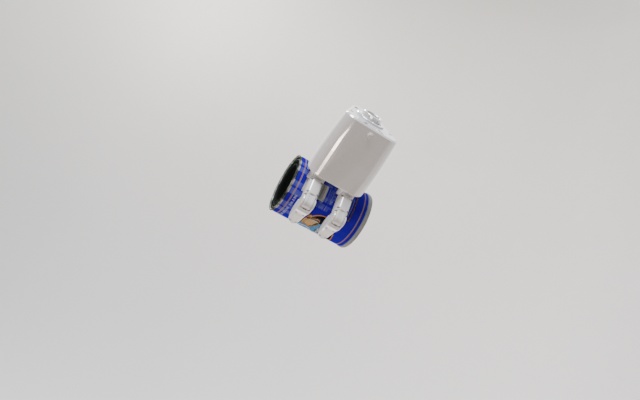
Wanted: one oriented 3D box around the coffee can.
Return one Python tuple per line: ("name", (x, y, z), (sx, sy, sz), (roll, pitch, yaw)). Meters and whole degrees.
("coffee can", (0.000, 0.003, 0.796), (0.140, 0.103, 0.103), (29, -8, -15))
